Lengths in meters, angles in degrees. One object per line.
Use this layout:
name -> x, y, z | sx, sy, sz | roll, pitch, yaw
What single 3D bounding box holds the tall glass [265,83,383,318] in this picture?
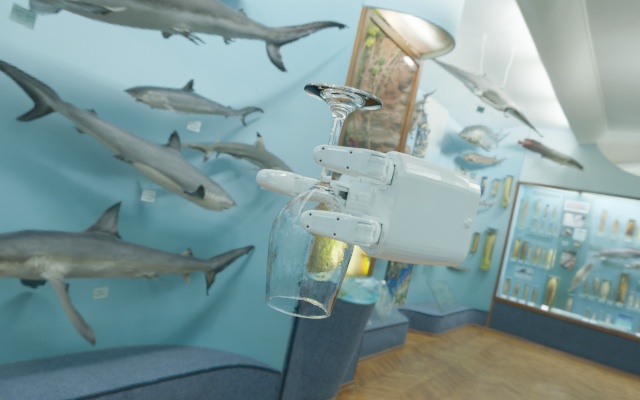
tall glass -> 0.000, 0.001, 0.439 | 0.079, 0.201, 0.079 | 13, 0, 0
